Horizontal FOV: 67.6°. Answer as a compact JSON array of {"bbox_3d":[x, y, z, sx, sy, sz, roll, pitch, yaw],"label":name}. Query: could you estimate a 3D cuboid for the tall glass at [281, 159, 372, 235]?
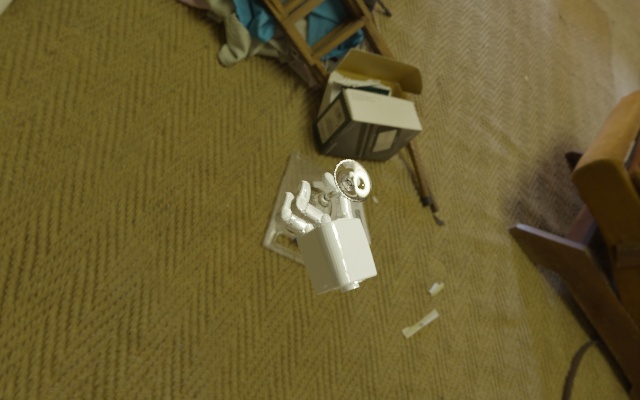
[{"bbox_3d":[0.000,0.002,0.838,0.079,0.079,0.201,0,-20,-34],"label":"tall glass"}]
